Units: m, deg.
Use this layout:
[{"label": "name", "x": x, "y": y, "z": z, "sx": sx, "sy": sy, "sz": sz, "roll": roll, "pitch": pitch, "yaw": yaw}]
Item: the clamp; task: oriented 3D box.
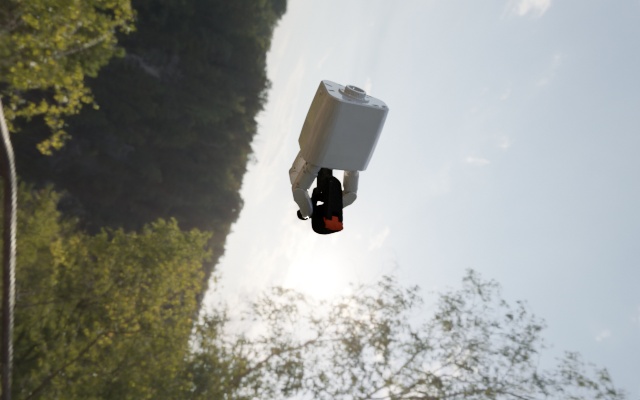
[{"label": "clamp", "x": 0.001, "y": 0.003, "z": 0.775, "sx": 0.036, "sy": 0.165, "sz": 0.209, "roll": 11, "pitch": 28, "yaw": -15}]
